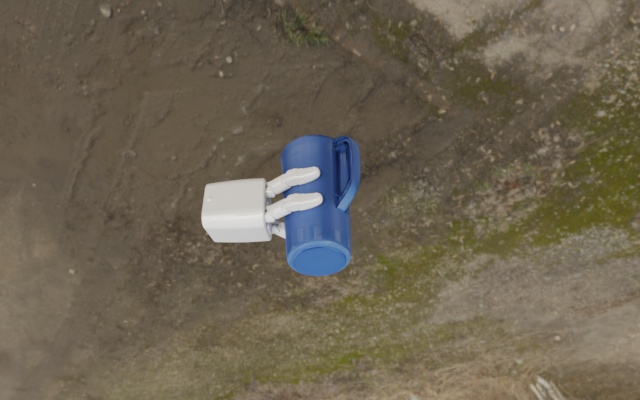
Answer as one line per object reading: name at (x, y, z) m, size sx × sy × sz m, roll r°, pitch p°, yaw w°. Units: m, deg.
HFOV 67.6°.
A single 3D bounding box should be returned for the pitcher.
pitcher at (0.000, 0.003, 0.856) m, size 0.145 × 0.242 × 0.149 m, roll -2°, pitch -39°, yaw -1°
